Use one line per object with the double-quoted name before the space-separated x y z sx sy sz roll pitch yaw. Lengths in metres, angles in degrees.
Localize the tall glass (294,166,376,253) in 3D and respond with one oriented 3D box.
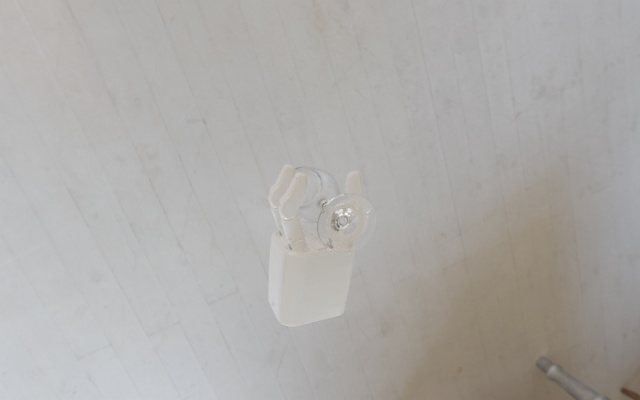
"tall glass" 0.000 0.002 0.650 0.079 0.079 0.201 0 15 -19
